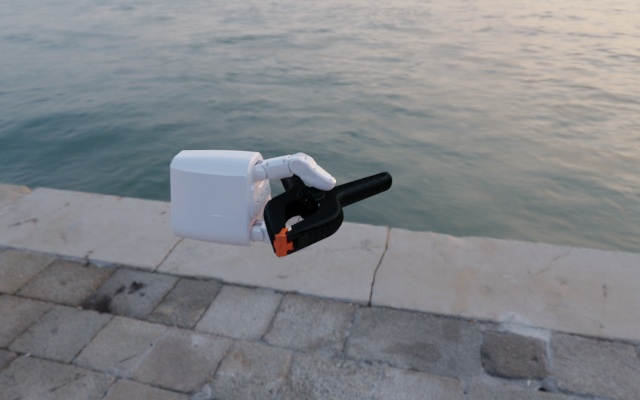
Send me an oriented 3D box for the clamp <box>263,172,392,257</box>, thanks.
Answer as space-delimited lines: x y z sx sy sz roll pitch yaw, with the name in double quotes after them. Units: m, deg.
0.000 0.001 0.584 0.164 0.036 0.210 5 29 10 "clamp"
